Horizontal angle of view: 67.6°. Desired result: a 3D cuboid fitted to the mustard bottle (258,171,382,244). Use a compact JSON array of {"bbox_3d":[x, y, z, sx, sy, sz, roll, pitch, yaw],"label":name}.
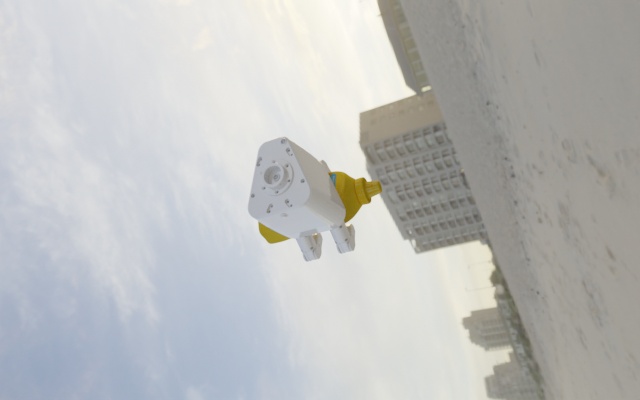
[{"bbox_3d":[0.000,0.003,0.729,0.191,0.096,0.058,-15,-46,20],"label":"mustard bottle"}]
